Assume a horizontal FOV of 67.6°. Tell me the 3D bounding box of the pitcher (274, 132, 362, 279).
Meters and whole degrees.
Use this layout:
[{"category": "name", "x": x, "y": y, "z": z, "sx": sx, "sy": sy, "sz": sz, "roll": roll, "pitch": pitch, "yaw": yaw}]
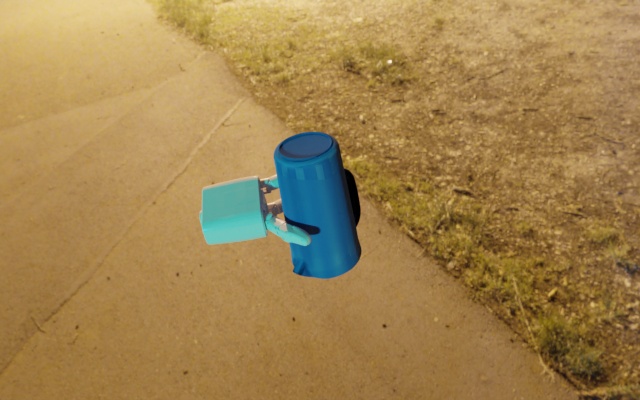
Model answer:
[{"category": "pitcher", "x": 0.000, "y": 0.003, "z": 0.838, "sx": 0.145, "sy": 0.243, "sz": 0.149, "roll": -9, "pitch": 35, "yaw": 2}]
